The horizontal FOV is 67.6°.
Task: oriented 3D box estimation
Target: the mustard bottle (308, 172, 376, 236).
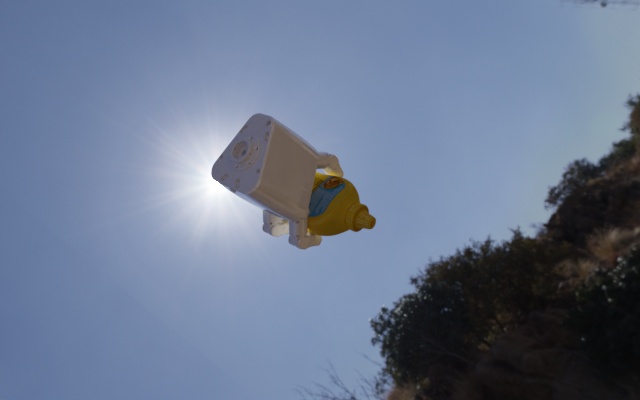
[{"bbox_3d":[0.000,0.002,0.712,0.191,0.096,0.058,22,-31,37],"label":"mustard bottle"}]
